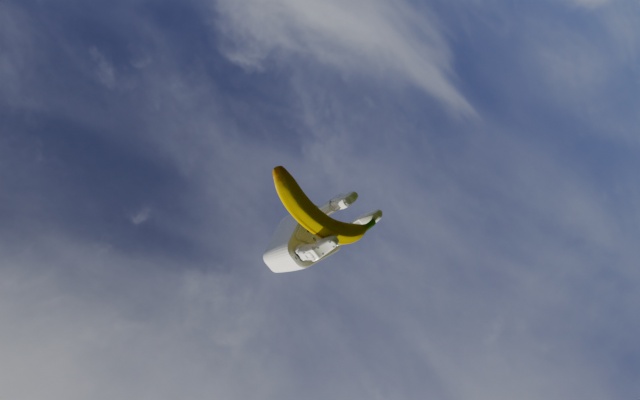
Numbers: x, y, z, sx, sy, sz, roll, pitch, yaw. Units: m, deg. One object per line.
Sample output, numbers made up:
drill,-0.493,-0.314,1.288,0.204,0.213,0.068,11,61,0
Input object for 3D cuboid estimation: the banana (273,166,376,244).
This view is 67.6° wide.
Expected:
banana,-0.003,0.020,0.759,0.198,0.069,0.037,30,-26,-22
